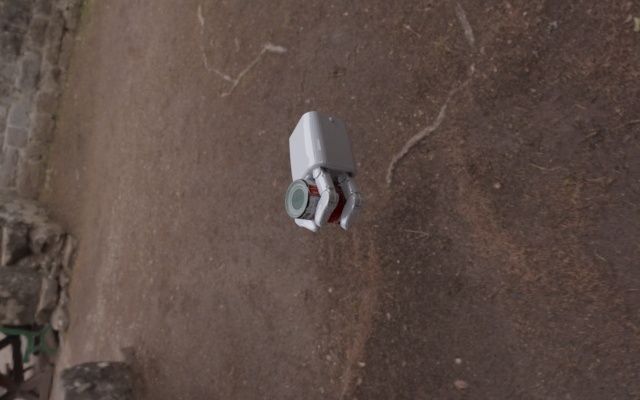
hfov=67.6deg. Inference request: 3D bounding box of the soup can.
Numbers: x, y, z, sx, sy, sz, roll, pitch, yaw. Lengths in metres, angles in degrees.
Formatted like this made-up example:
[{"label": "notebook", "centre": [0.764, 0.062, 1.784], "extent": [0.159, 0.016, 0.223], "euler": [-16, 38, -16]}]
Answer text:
[{"label": "soup can", "centre": [0.000, 0.003, 0.812], "extent": [0.102, 0.068, 0.068], "euler": [9, -5, -37]}]
